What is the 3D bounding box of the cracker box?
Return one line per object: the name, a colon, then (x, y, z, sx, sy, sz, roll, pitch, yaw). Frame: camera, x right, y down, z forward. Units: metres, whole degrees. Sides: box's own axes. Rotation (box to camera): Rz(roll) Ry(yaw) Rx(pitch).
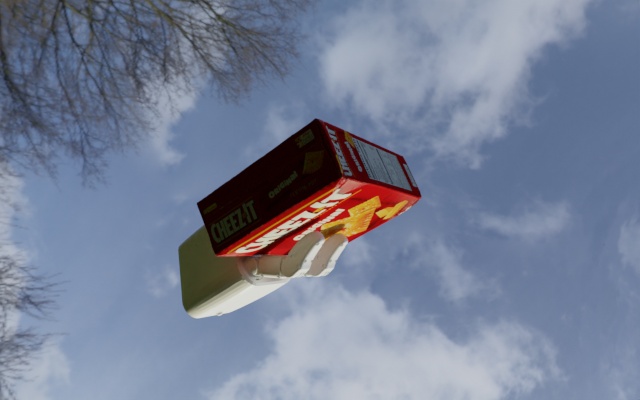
cracker box: (0.000, 0.002, 0.538, 0.164, 0.072, 0.214, -32, -20, 25)
